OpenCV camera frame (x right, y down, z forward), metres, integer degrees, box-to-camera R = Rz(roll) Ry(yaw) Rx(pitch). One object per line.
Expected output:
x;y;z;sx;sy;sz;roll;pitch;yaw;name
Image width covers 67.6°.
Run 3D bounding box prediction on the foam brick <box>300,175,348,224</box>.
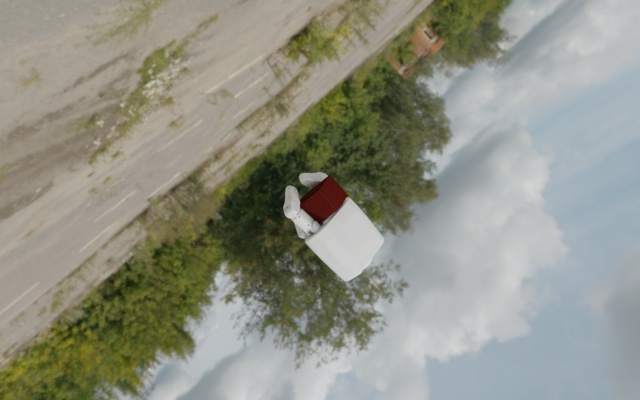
0.000;0.003;0.842;0.078;0.051;0.053;-38;8;39;foam brick
